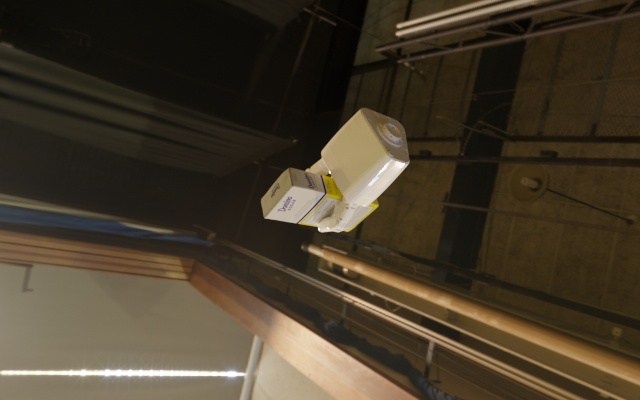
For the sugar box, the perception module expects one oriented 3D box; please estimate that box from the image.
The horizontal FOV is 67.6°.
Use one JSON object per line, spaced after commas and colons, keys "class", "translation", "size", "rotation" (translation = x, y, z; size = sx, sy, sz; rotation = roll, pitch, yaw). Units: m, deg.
{"class": "sugar box", "translation": [0.000, 0.002, 0.798], "size": [0.176, 0.048, 0.093], "rotation": [14, -43, -33]}
